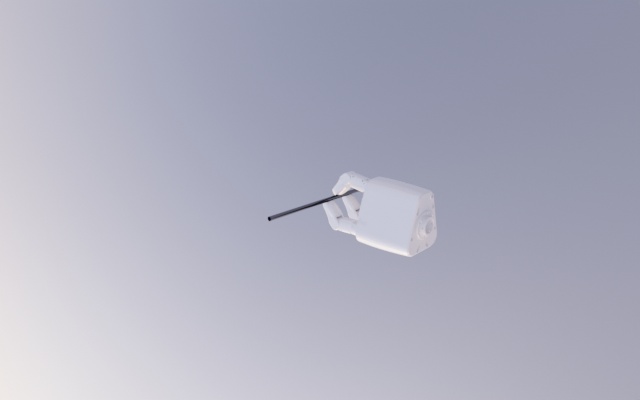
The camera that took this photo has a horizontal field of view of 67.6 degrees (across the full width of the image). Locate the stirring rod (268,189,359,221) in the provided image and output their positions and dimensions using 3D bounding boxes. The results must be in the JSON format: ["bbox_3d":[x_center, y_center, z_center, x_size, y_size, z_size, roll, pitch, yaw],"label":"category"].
[{"bbox_3d":[0.000,0.003,0.850,0.011,0.011,0.239,0,13,45],"label":"stirring rod"}]
